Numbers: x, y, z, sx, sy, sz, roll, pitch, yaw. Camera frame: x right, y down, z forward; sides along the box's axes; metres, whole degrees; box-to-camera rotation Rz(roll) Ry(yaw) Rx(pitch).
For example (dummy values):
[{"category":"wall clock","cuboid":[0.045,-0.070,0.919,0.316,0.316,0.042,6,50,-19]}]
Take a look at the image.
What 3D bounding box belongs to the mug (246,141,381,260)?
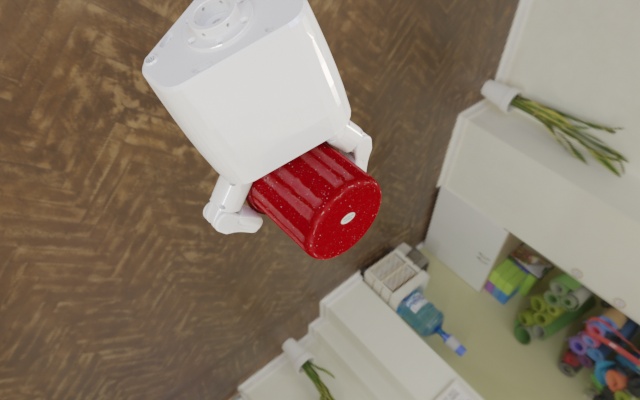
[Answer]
[{"category":"mug","cuboid":[0.001,0.002,0.416,0.081,0.093,0.117,41,-10,33]}]
